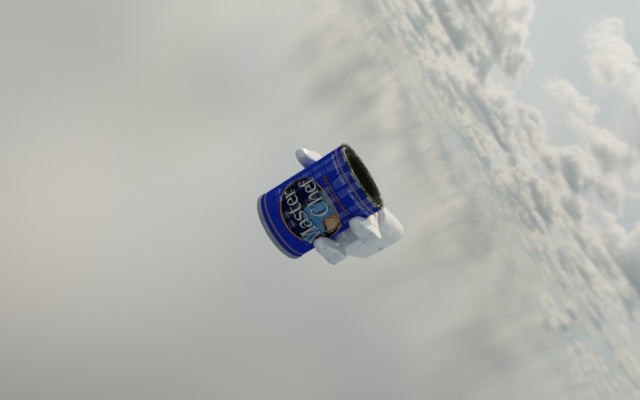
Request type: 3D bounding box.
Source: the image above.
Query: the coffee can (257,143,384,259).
[{"bbox_3d":[0.000,0.002,0.646,0.140,0.103,0.103,-31,-10,17],"label":"coffee can"}]
